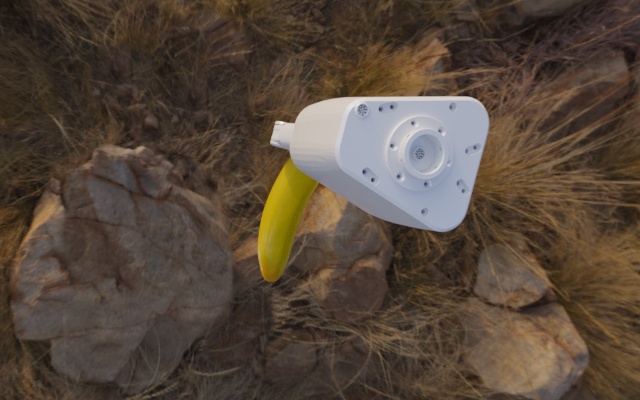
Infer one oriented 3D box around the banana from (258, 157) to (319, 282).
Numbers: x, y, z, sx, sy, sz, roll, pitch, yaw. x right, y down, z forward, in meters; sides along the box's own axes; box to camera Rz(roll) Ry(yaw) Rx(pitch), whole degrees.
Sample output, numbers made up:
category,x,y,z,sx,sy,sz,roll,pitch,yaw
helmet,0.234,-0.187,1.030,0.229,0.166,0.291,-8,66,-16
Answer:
category,x,y,z,sx,sy,sz,roll,pitch,yaw
banana,-0.011,-0.012,0.474,0.070,0.198,0.037,40,-6,-20
